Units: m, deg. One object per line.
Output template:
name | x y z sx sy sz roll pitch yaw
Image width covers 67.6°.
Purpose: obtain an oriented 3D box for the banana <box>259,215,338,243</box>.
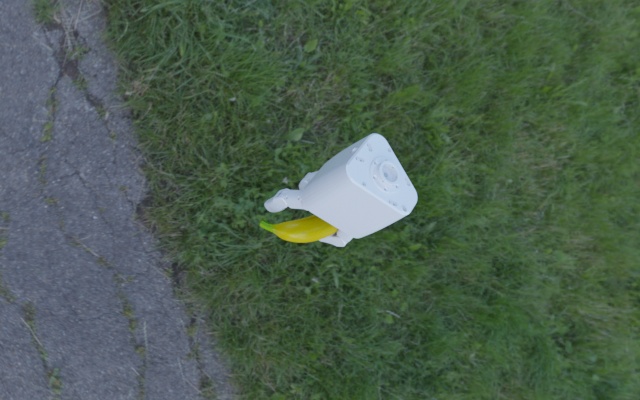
banana | 0.008 0.018 0.722 0.197 0.069 0.037 -24 -19 -34
